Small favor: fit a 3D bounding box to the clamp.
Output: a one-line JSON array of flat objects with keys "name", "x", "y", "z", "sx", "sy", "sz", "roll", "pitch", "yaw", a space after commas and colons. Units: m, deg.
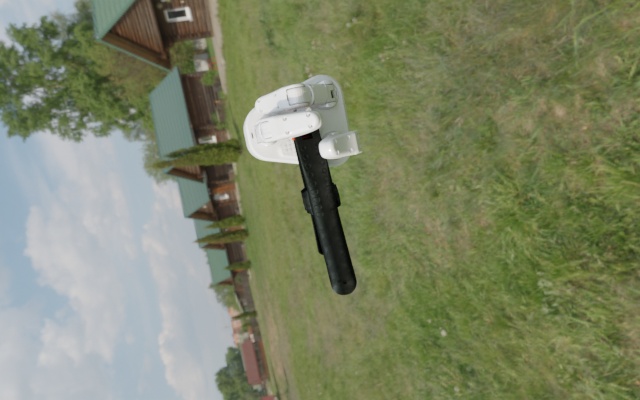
[{"name": "clamp", "x": -0.001, "y": 0.002, "z": 0.492, "sx": 0.039, "sy": 0.171, "sz": 0.120, "roll": -13, "pitch": 7, "yaw": -10}]
